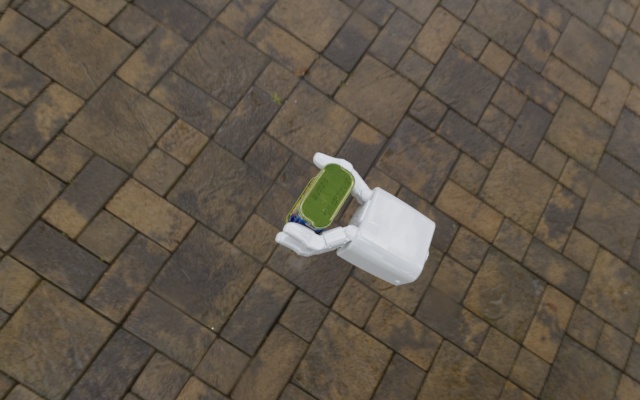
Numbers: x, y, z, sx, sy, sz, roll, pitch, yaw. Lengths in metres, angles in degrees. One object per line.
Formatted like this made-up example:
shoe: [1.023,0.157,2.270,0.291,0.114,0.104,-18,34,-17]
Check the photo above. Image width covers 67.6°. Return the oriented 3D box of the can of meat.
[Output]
can of meat: [0.000,0.002,0.686,0.057,0.102,0.084,34,-19,-4]
